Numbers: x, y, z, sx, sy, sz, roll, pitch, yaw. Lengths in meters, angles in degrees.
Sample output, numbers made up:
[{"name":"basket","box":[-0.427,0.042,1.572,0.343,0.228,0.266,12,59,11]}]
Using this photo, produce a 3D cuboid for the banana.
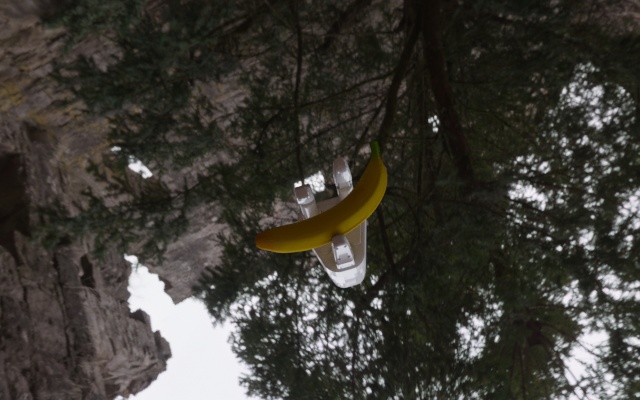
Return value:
[{"name":"banana","box":[0.015,0.013,0.588,0.198,0.069,0.037,-39,-17,-9]}]
